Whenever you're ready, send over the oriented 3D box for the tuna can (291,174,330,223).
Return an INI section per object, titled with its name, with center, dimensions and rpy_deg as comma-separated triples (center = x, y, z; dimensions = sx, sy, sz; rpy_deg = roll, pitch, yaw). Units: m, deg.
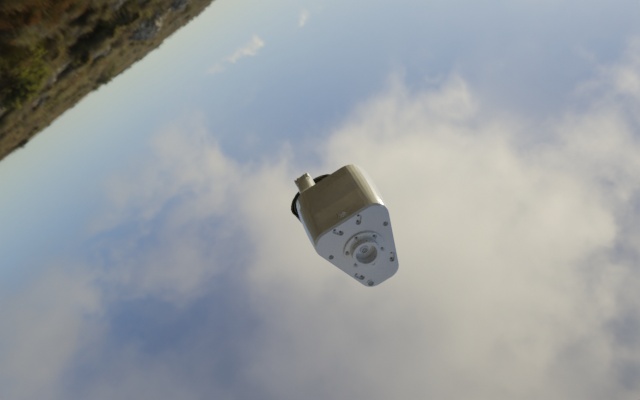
[tuna can]
center = 0.000, 0.003, 0.710
dimensions = 0.086, 0.086, 0.034
rpy_deg = 0, -42, 46
